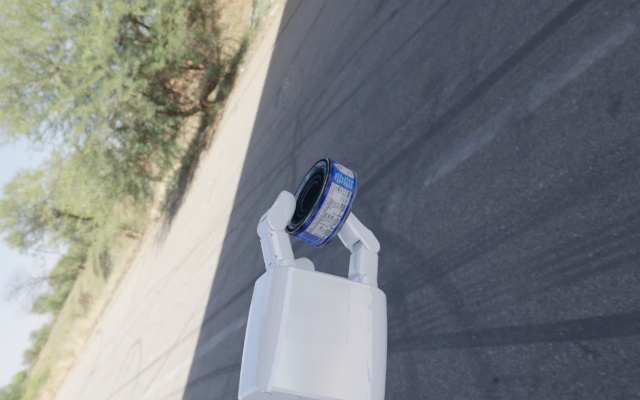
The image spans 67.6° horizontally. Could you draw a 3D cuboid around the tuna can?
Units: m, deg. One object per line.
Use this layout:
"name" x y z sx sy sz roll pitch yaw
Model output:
"tuna can" 0.000 0.001 0.471 0.034 0.086 0.086 27 -9 -18
